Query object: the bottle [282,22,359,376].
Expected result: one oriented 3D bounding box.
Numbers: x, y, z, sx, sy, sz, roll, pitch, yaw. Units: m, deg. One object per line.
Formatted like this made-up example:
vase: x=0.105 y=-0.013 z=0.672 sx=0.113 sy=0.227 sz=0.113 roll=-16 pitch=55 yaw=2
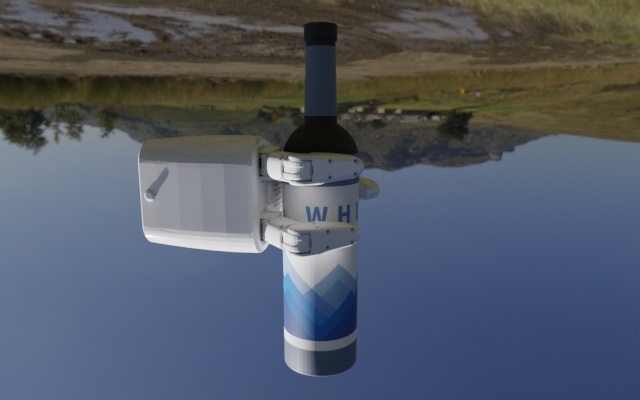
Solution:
bottle: x=0.000 y=0.002 z=0.416 sx=0.069 sy=0.296 sz=0.069 roll=0 pitch=11 yaw=0
